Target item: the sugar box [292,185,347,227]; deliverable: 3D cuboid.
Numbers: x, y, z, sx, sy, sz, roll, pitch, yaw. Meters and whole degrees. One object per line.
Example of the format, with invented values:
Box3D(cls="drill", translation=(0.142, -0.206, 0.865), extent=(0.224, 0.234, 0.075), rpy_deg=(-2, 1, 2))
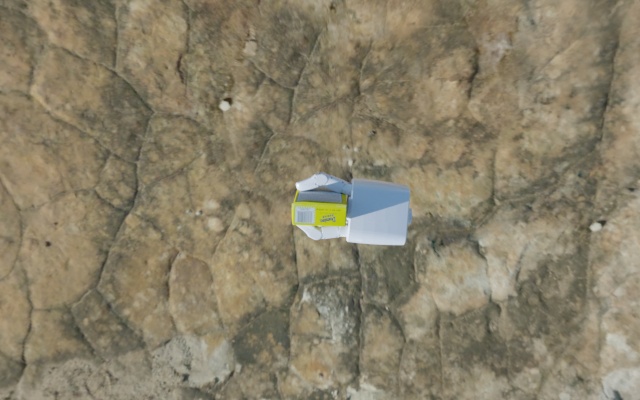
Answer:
Box3D(cls="sugar box", translation=(0.000, 0.003, 0.881), extent=(0.093, 0.048, 0.176), rpy_deg=(3, 12, 1))
